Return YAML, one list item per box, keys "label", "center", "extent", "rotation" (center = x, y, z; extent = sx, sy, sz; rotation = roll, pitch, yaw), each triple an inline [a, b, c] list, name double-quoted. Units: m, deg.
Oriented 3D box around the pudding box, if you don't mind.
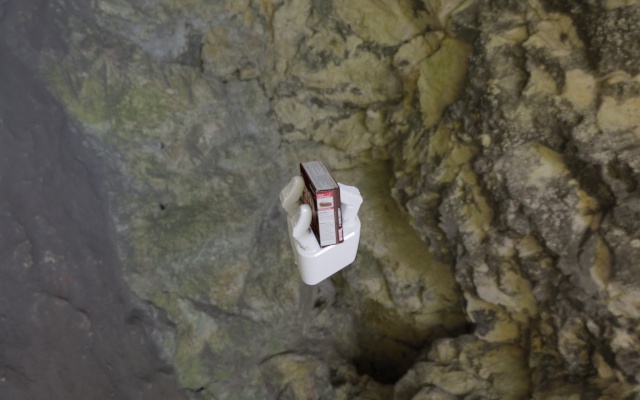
- label: "pudding box"
  center: [0.000, 0.002, 0.688]
  extent: [0.039, 0.090, 0.113]
  rotation: [-12, 26, -12]
